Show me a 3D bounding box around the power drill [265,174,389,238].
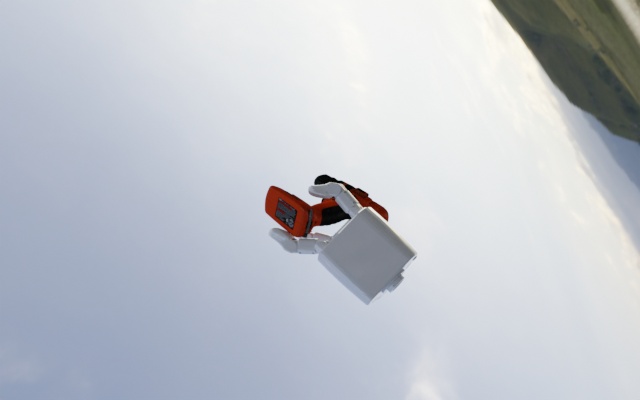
[{"bbox_3d":[0.000,0.003,0.831,0.187,0.057,0.184,-7,28,-40],"label":"power drill"}]
